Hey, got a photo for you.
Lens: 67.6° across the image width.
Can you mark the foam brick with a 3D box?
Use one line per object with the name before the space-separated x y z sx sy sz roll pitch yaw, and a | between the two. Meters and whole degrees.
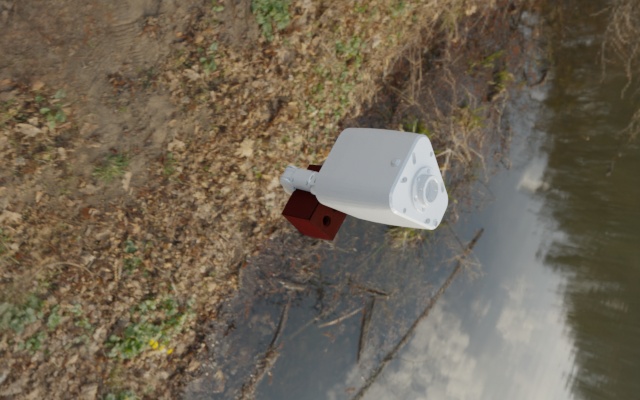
foam brick | 0.000 0.002 0.588 0.051 0.078 0.053 12 -24 43
